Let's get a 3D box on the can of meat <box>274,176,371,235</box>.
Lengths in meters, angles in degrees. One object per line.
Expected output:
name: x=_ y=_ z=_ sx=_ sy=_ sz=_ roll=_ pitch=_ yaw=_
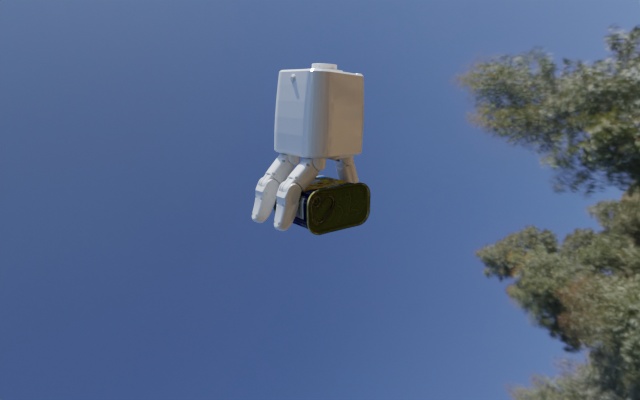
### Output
can of meat: x=0.000 y=0.002 z=0.628 sx=0.102 sy=0.057 sz=0.084 roll=-11 pitch=18 yaw=-36
